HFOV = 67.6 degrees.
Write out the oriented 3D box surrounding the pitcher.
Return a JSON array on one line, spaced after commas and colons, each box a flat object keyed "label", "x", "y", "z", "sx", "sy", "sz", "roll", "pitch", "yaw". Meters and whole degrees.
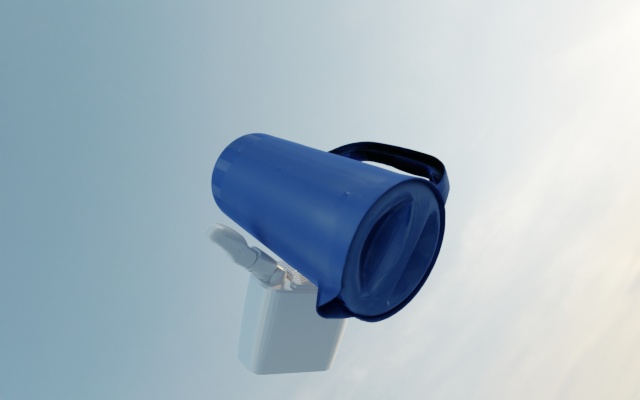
[{"label": "pitcher", "x": 0.000, "y": 0.002, "z": 0.489, "sx": 0.149, "sy": 0.145, "sz": 0.242, "roll": -1, "pitch": 19, "yaw": -43}]
